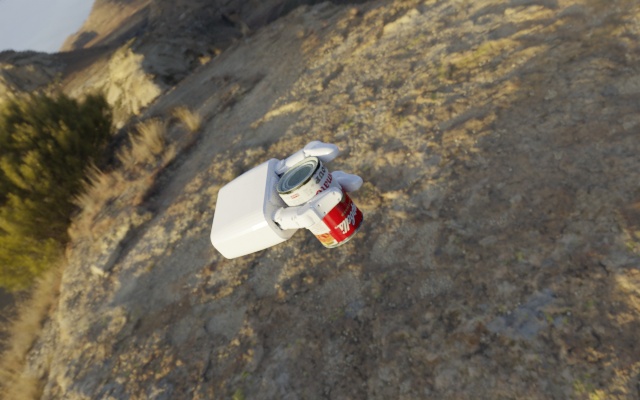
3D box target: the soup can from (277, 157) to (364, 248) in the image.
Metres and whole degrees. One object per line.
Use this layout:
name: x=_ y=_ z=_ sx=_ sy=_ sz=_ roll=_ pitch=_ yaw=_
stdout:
soup can: x=0.000 y=0.002 z=0.616 sx=0.068 sy=0.068 sz=0.102 roll=0 pitch=-44 yaw=53
